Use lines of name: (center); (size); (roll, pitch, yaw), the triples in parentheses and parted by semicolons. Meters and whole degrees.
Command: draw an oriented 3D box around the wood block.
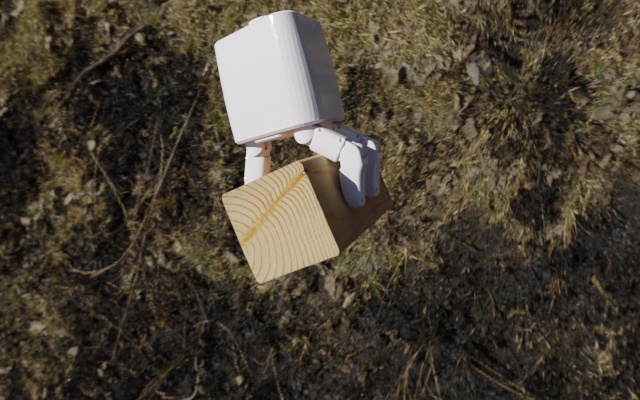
wood block: (0.000, 0.001, 0.510); (0.091, 0.090, 0.206); (-22, 2, 24)
